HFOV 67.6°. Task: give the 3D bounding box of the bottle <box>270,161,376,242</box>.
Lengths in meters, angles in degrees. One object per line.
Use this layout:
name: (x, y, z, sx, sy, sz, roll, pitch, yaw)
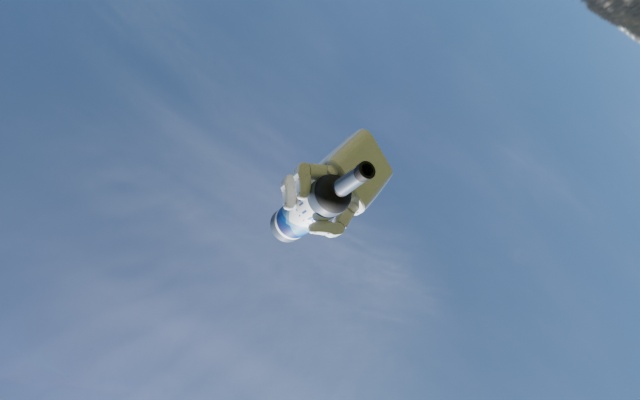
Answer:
bottle: (0.000, 0.003, 0.788, 0.069, 0.069, 0.296, 0, -18, -28)
